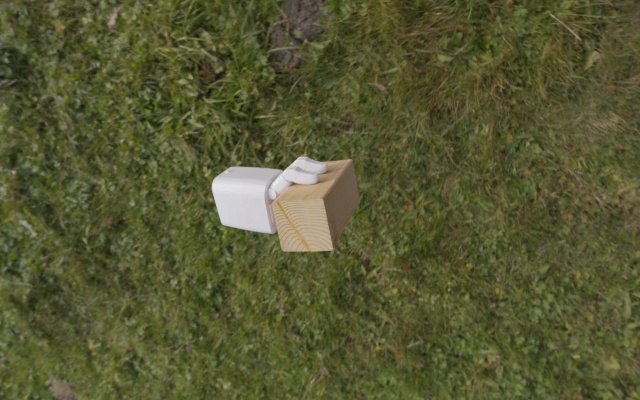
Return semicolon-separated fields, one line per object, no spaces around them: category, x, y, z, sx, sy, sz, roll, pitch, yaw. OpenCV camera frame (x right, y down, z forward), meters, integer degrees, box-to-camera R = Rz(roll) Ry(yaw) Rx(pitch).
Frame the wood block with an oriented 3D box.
wood block;0.000;0.003;0.842;0.090;0.091;0.206;-4;21;19
